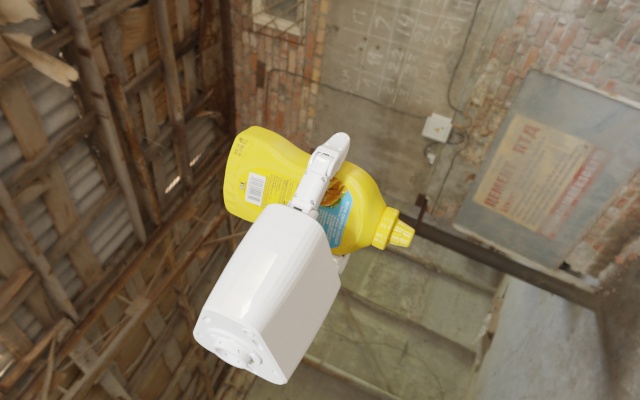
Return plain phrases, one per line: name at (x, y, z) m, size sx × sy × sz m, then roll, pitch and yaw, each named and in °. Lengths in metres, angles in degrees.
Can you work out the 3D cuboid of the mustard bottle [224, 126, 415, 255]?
mustard bottle at (0.000, 0.001, 0.474) m, size 0.191 × 0.096 × 0.058 m, roll 22°, pitch 30°, yaw 13°
